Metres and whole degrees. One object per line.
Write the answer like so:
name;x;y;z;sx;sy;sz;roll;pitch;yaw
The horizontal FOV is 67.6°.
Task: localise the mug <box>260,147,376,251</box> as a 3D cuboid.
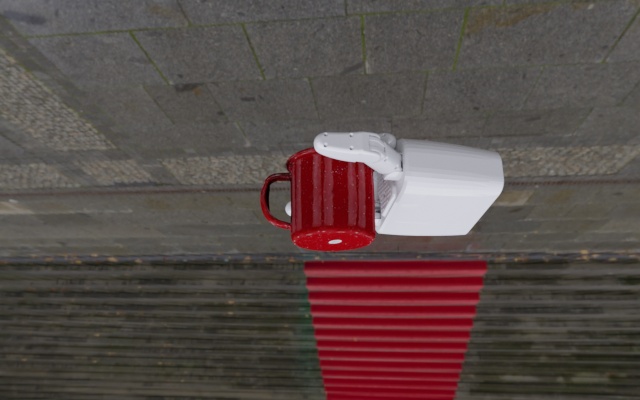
mug;-0.001;0.002;0.465;0.117;0.081;0.093;3;-19;-10
